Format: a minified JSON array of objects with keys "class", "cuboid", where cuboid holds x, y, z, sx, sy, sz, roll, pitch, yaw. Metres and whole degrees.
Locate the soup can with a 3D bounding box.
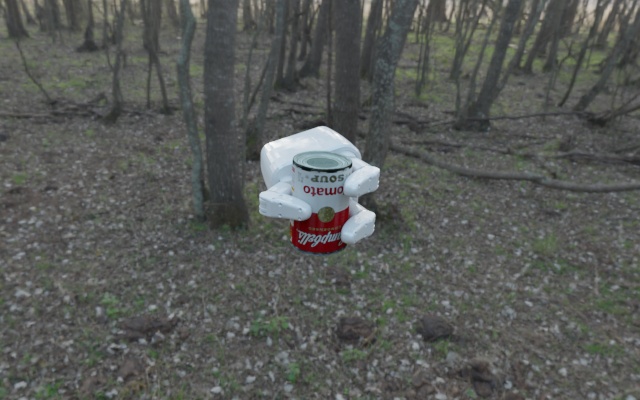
[{"class":"soup can","cuboid":[0.000,0.002,0.538,0.068,0.102,0.068,3,23,-1]}]
